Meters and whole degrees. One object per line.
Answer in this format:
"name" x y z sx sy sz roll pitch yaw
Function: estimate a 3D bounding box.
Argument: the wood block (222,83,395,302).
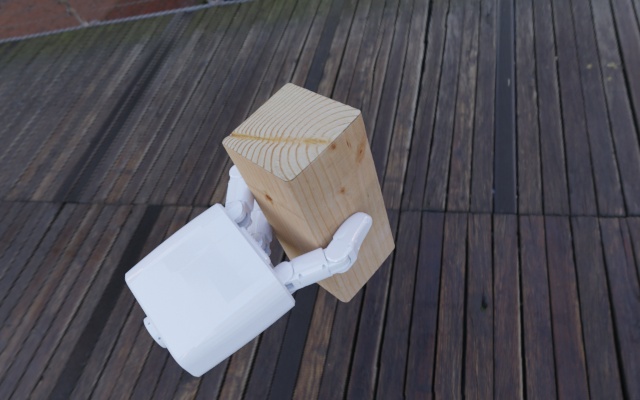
"wood block" 0.000 0.002 0.476 0.090 0.090 0.206 30 -23 35
